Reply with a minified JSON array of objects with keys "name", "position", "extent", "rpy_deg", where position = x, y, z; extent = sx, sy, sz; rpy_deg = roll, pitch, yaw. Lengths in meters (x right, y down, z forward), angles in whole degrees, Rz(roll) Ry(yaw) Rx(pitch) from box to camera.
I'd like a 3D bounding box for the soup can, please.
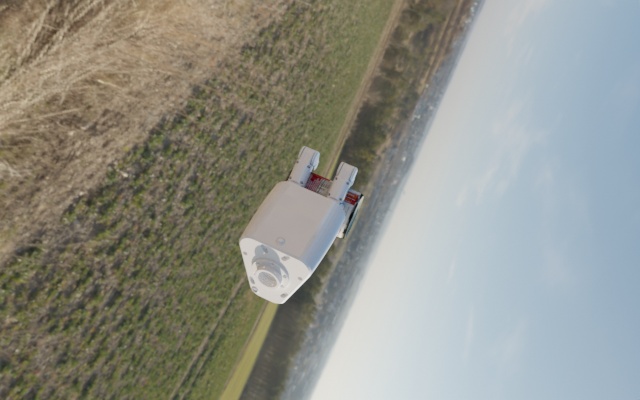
[{"name":"soup can","position":[0.001,0.002,0.655],"extent":[0.102,0.068,0.068],"rpy_deg":[24,3,8]}]
